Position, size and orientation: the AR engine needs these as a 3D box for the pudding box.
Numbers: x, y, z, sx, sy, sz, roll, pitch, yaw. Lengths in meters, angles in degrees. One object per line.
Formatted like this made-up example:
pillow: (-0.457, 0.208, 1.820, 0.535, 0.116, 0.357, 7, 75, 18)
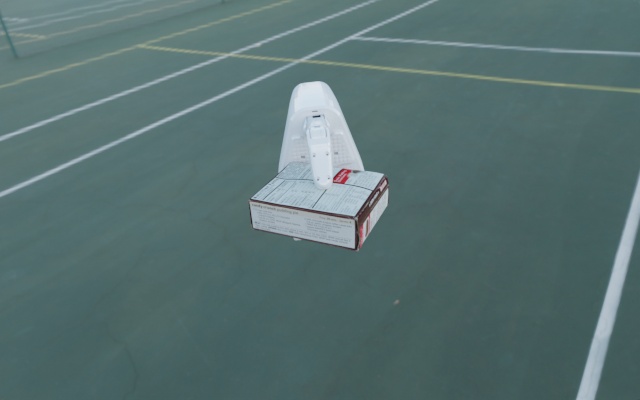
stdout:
pudding box: (0.000, 0.001, 0.465, 0.113, 0.039, 0.090, 8, 33, 24)
